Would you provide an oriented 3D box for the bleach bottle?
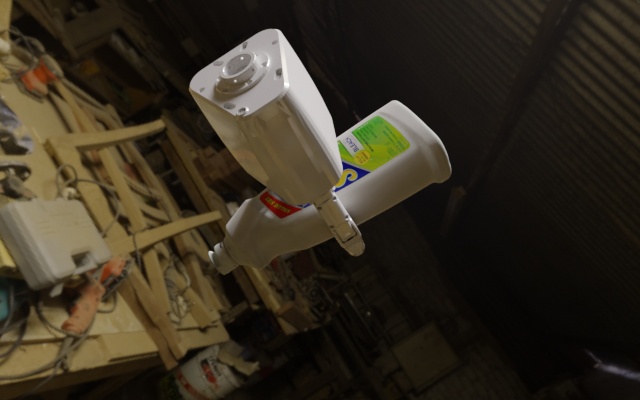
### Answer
[{"bbox_3d":[0.000,0.002,0.490,0.251,0.102,0.068,-33,-43,0],"label":"bleach bottle"}]
